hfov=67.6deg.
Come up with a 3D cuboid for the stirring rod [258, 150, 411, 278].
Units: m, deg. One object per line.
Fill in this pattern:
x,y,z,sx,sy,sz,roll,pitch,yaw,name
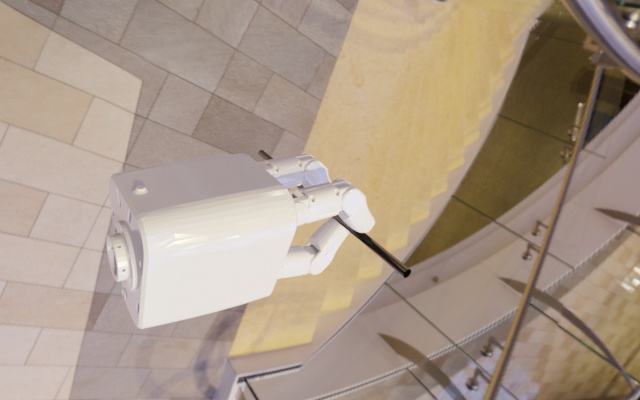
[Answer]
0.000,0.001,0.449,0.011,0.011,0.239,0,27,-38,stirring rod
